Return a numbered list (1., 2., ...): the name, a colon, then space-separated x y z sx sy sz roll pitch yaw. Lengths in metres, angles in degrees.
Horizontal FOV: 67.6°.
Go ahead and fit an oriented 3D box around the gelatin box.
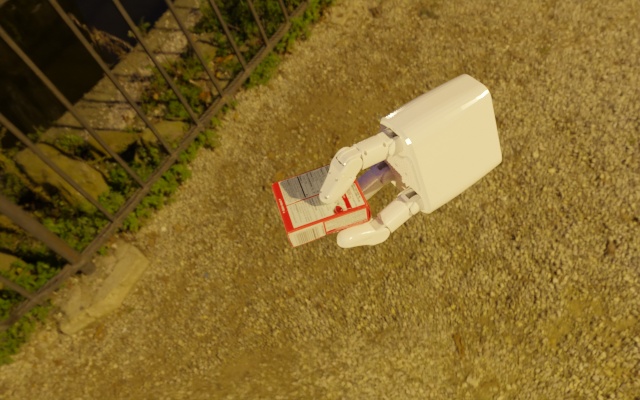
1. gelatin box: 0.000 0.001 0.508 0.089 0.073 0.030 -19 -40 -4
